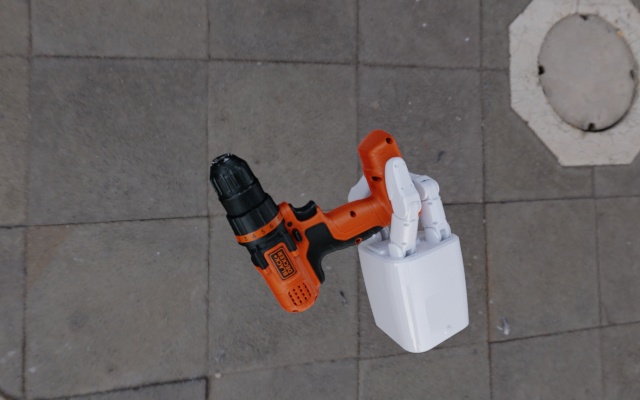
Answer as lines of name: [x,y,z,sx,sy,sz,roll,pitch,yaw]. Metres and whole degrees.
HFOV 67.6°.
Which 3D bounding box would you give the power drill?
power drill: [0.001,0.002,0.498,0.187,0.184,0.057,-30,22,-9]
